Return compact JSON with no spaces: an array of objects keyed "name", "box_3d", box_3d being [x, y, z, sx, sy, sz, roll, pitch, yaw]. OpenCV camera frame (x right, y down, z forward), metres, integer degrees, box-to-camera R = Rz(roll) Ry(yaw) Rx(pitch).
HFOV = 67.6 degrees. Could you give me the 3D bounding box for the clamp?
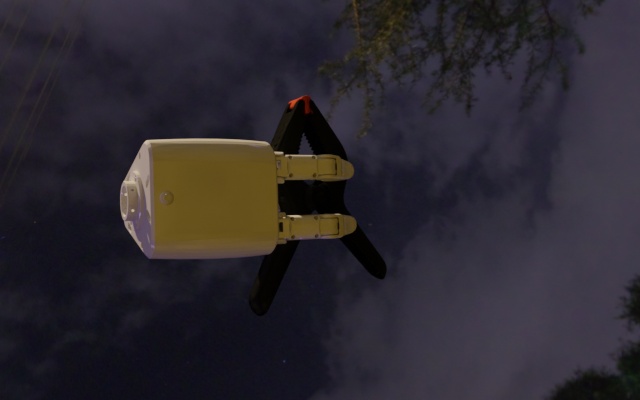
[{"name":"clamp","box_3d":[-0.001,0.001,0.490,0.164,0.210,0.036,-1,-2,-36]}]
